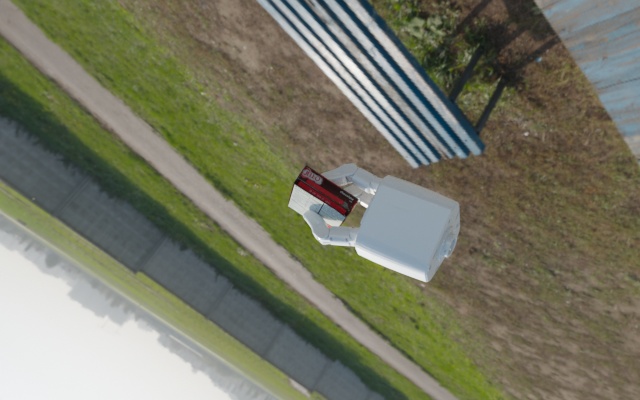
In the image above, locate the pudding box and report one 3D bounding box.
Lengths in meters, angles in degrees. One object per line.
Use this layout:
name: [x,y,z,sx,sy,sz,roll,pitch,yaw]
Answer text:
pudding box: [0.000,0.002,0.708,0.090,0.039,0.113,34,-21,2]
